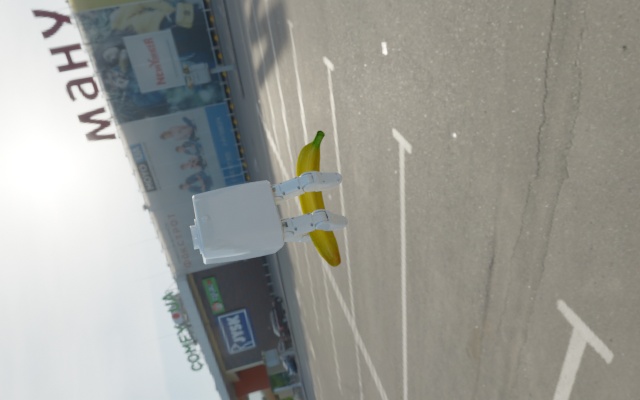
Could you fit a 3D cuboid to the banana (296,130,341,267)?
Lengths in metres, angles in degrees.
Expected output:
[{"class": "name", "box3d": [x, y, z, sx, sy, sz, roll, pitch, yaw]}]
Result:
[{"class": "banana", "box3d": [-0.007, 0.001, 0.710, 0.037, 0.198, 0.069, -8, -4, -22]}]
